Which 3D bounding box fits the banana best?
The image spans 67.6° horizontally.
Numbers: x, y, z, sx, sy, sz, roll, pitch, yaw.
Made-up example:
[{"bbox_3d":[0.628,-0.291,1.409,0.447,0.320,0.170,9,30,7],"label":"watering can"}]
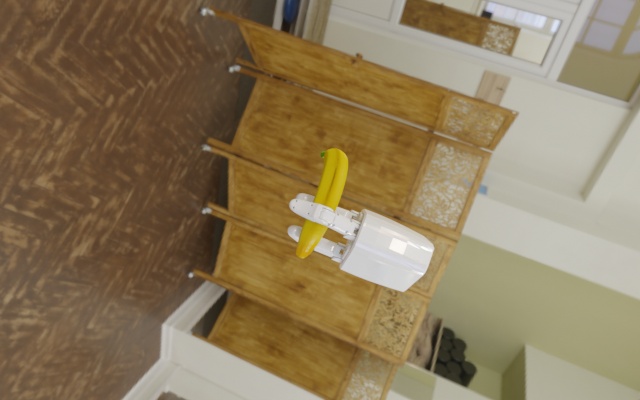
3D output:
[{"bbox_3d":[0.008,-0.009,0.695,0.037,0.197,0.070,23,-36,-11],"label":"banana"}]
